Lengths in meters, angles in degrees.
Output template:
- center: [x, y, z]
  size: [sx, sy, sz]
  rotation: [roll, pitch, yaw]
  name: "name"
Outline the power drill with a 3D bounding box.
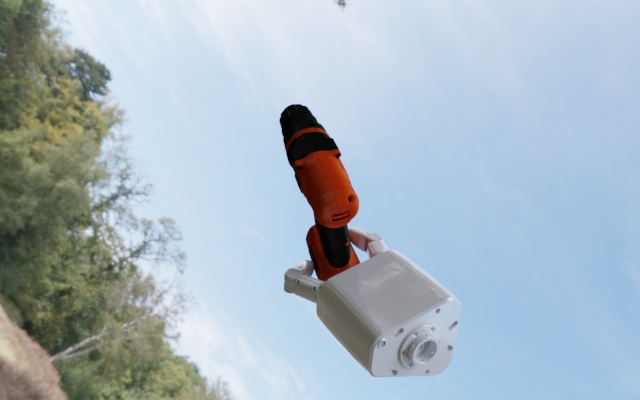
- center: [0.000, 0.002, 0.551]
  size: [0.057, 0.188, 0.184]
  rotation: [-17, 45, -4]
  name: "power drill"
